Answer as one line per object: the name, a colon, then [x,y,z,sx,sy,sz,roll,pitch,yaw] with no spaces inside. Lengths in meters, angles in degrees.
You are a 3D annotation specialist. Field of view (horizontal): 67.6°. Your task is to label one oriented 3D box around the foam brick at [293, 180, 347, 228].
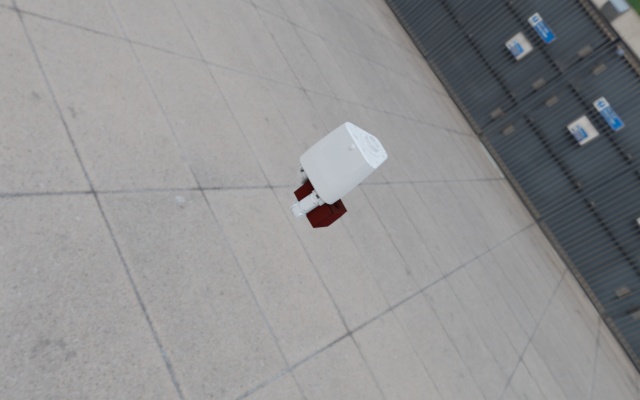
foam brick: [0.000,0.003,0.844,0.051,0.078,0.053,-36,-15,27]
